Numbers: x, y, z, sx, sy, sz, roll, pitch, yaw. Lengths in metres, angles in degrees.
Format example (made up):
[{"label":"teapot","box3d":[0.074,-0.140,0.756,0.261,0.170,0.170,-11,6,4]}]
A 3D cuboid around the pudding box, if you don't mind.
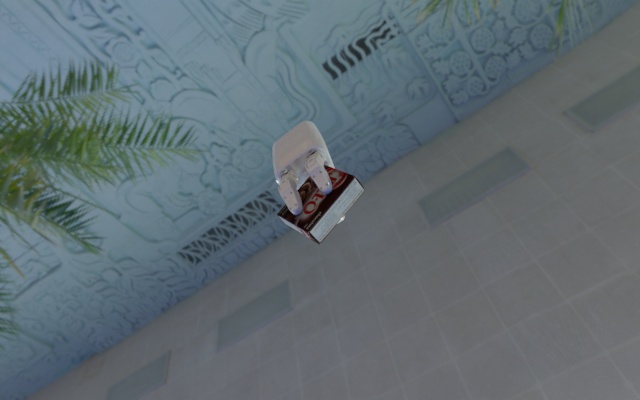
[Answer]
[{"label":"pudding box","box3d":[0.000,0.002,0.729,0.039,0.113,0.090,46,-13,-36]}]
